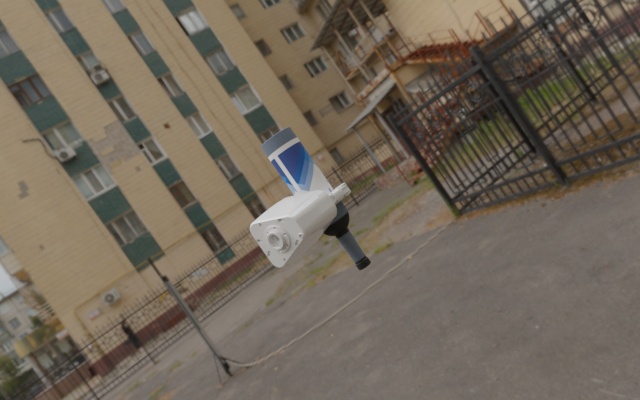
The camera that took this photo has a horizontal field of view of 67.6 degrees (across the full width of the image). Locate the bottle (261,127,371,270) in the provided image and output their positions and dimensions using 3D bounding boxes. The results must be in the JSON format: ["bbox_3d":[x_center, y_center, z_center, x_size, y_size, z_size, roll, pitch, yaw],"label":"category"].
[{"bbox_3d":[0.000,0.003,0.892,0.069,0.296,0.069,-35,2,1],"label":"bottle"}]
